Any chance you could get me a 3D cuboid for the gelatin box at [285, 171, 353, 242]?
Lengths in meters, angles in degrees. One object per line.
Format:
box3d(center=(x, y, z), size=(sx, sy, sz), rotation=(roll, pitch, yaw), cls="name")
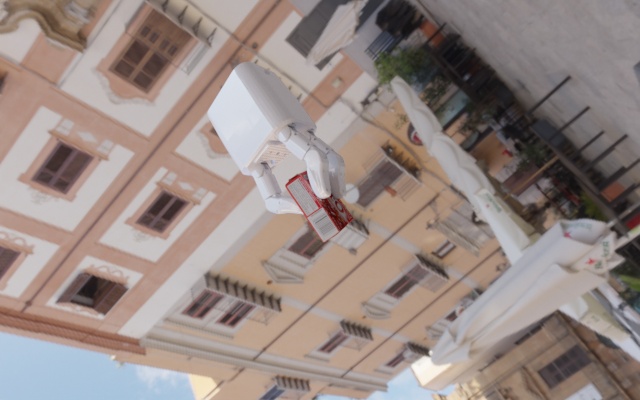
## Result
box3d(center=(0.000, 0.003, 0.613), size=(0.030, 0.089, 0.073), rotation=(-34, 0, 20), cls="gelatin box")
